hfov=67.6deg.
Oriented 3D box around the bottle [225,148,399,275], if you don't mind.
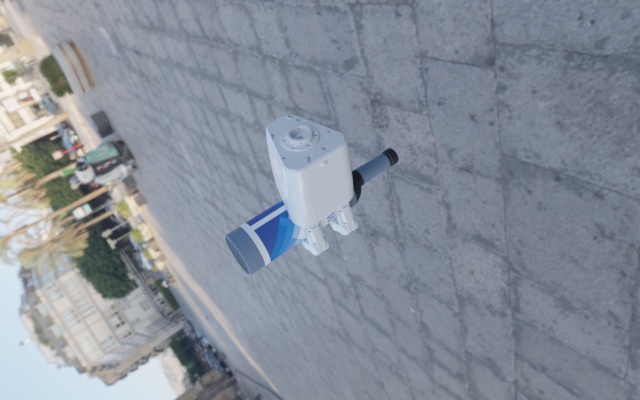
[{"bbox_3d":[0.000,0.003,0.716,0.295,0.069,0.069,-33,12,-20],"label":"bottle"}]
